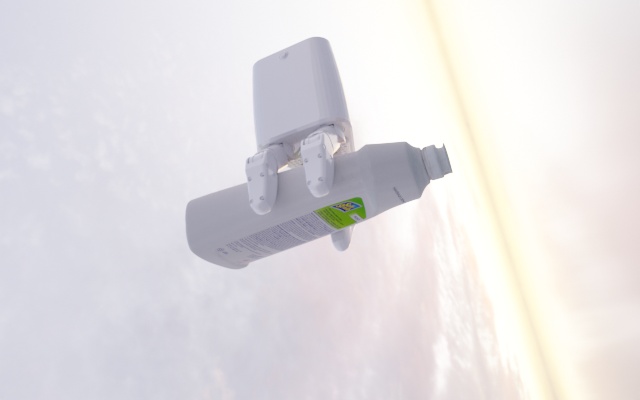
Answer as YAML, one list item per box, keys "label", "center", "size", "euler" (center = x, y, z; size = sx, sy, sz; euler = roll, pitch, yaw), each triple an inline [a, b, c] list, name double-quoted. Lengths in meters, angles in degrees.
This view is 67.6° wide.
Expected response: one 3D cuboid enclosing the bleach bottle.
- label: "bleach bottle"
  center: [0.000, 0.002, 0.457]
  size: [0.251, 0.068, 0.102]
  euler: [-17, -23, 19]
